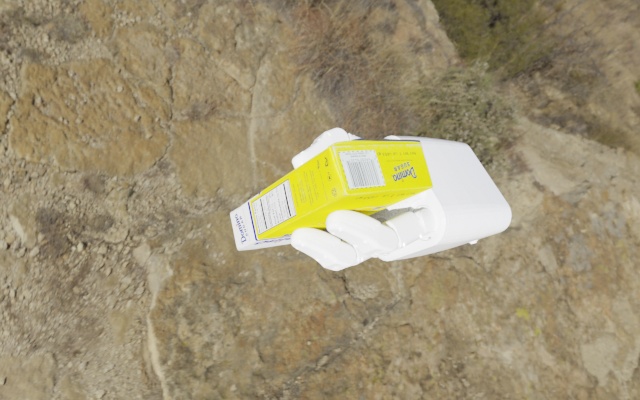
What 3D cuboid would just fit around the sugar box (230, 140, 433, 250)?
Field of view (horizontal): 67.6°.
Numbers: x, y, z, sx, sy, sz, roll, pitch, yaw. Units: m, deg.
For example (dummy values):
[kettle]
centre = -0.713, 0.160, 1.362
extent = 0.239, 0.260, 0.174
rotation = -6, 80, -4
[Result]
[sugar box]
centre = 0.000, 0.002, 0.417
extent = 0.093, 0.048, 0.176
rotation = -5, -17, -36
